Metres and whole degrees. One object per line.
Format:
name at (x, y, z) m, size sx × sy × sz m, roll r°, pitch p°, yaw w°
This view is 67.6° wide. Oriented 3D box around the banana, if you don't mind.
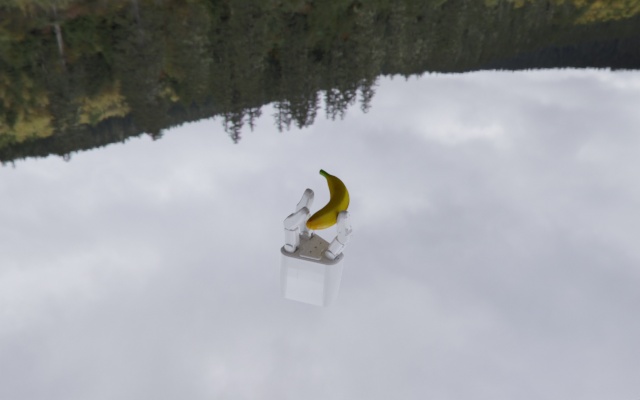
banana at (0.019, 0.005, 0.882) m, size 0.069 × 0.037 × 0.197 m, roll 11°, pitch 31°, yaw 1°
